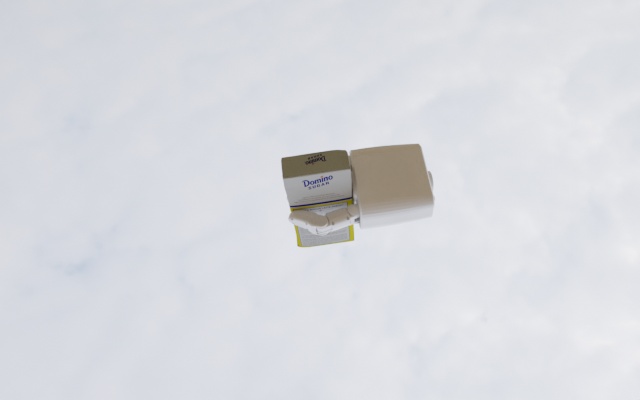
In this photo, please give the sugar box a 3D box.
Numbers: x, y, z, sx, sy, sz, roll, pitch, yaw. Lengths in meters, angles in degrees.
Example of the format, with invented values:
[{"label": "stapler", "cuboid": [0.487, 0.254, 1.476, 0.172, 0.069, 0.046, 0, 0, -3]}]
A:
[{"label": "sugar box", "cuboid": [0.000, 0.002, 0.703, 0.093, 0.048, 0.176, -8, -40, -1]}]
